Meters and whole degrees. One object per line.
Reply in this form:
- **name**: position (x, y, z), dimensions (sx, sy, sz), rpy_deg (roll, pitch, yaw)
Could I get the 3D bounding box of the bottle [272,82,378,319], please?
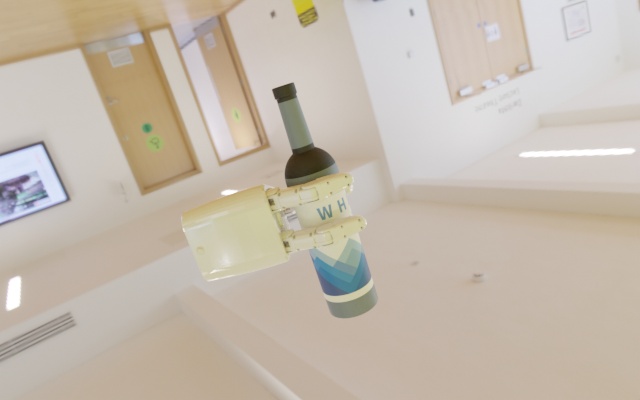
- **bottle**: position (0.000, 0.002, 0.592), dimensions (0.069, 0.296, 0.069), rpy_deg (-17, 15, 5)
